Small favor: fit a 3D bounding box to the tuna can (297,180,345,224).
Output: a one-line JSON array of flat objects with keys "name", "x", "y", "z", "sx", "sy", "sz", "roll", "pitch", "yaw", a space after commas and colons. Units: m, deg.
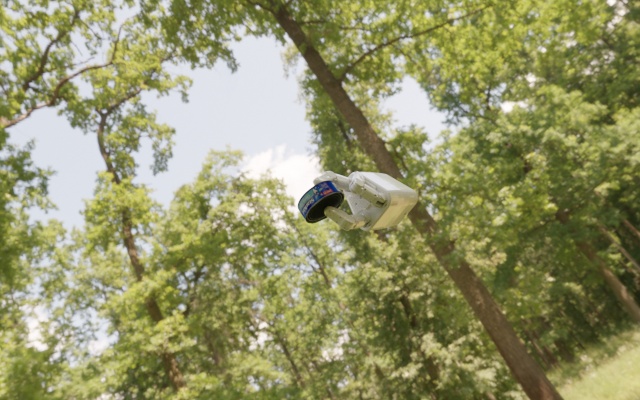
[{"name": "tuna can", "x": 0.000, "y": 0.002, "z": 0.885, "sx": 0.086, "sy": 0.033, "sz": 0.086, "roll": -30, "pitch": -25, "yaw": -15}]
